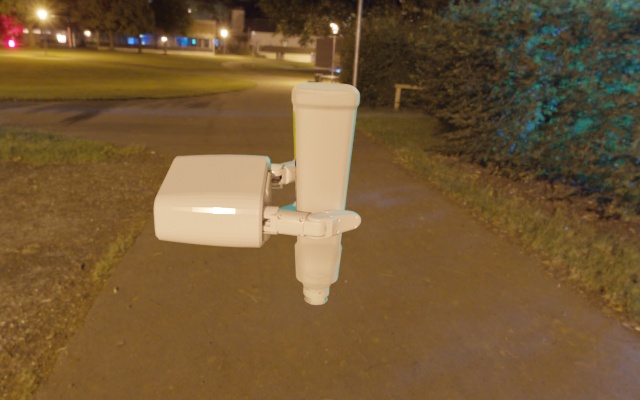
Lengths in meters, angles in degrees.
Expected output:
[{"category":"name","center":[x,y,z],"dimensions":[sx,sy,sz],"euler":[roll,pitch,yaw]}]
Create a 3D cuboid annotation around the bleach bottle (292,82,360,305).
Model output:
[{"category":"bleach bottle","center":[0.000,0.002,0.527],"dimensions":[0.068,0.251,0.102],"euler":[2,18,-1]}]
